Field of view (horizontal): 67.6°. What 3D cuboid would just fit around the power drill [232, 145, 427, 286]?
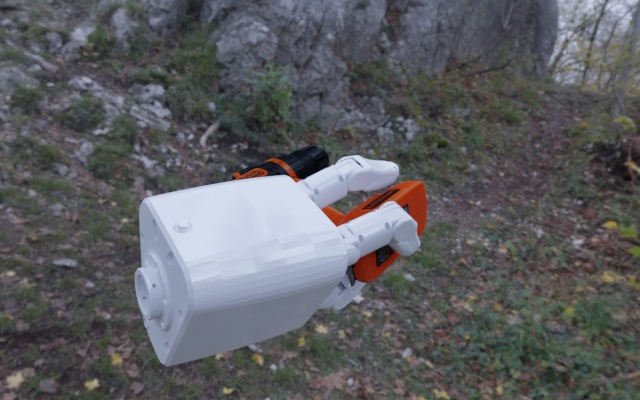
[{"bbox_3d":[0.000,0.002,0.450,0.187,0.057,0.184,12,34,37],"label":"power drill"}]
